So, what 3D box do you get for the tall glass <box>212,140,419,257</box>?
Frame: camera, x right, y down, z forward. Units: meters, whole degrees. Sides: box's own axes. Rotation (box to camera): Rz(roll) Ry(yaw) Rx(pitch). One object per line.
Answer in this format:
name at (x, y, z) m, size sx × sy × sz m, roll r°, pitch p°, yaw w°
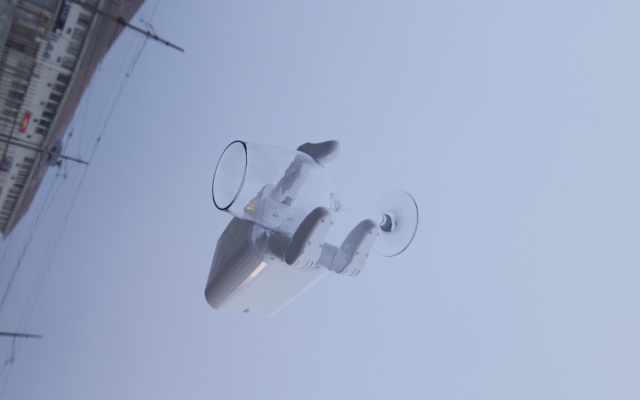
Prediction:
tall glass at (0.001, 0.002, 0.461) m, size 0.201 × 0.079 × 0.079 m, roll 17°, pitch -10°, yaw -35°
